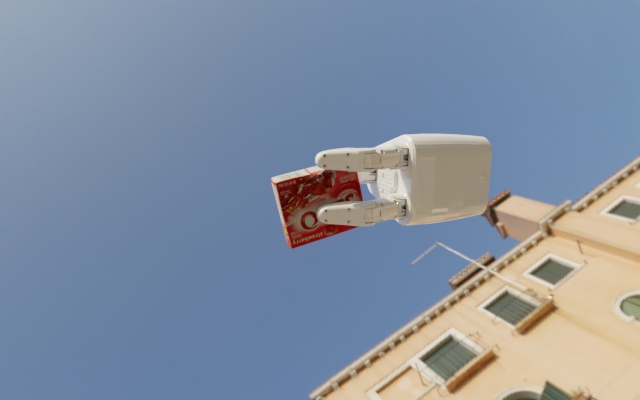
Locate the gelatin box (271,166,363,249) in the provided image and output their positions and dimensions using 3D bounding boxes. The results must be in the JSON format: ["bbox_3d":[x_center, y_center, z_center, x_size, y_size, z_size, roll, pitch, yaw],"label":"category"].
[{"bbox_3d":[0.000,0.002,0.502,0.089,0.073,0.030,-16,17,-12],"label":"gelatin box"}]
